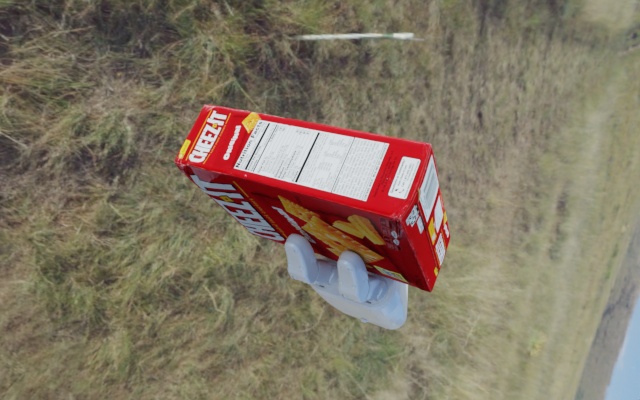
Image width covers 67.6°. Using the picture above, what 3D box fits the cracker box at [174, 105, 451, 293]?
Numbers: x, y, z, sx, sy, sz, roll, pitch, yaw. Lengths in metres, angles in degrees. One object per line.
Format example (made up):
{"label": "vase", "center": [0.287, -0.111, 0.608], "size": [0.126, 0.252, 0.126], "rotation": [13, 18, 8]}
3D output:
{"label": "cracker box", "center": [0.000, 0.001, 0.438], "size": [0.213, 0.072, 0.164], "rotation": [14, -22, 26]}
